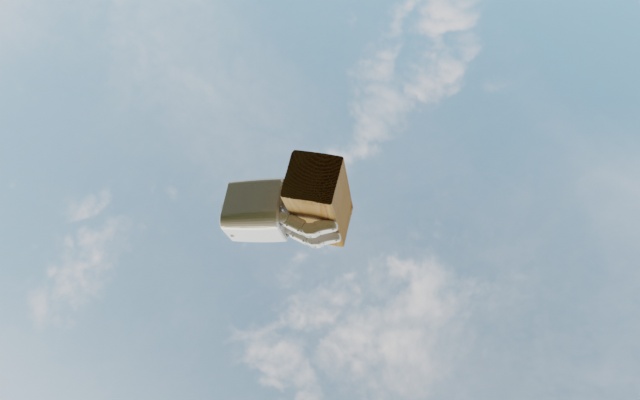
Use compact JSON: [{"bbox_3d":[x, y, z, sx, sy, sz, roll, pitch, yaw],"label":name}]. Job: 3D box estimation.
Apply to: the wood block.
[{"bbox_3d":[0.000,0.003,0.864,0.090,0.090,0.206,9,-22,12],"label":"wood block"}]
